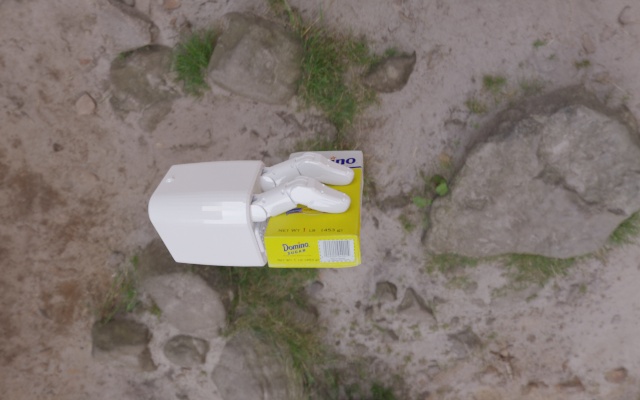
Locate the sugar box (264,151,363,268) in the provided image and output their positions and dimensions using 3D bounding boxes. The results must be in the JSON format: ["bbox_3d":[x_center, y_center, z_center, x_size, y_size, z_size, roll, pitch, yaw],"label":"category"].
[{"bbox_3d":[0.000,0.001,0.530,0.093,0.048,0.176,-1,35,6],"label":"sugar box"}]
